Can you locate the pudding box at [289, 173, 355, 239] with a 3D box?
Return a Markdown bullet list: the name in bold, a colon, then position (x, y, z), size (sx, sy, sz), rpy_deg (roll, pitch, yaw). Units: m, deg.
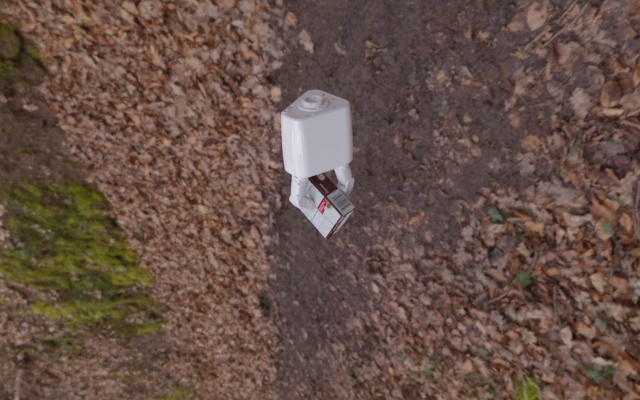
- **pudding box**: position (0.000, 0.003, 0.871), size (0.039, 0.113, 0.090), rpy_deg (-32, -16, -34)
